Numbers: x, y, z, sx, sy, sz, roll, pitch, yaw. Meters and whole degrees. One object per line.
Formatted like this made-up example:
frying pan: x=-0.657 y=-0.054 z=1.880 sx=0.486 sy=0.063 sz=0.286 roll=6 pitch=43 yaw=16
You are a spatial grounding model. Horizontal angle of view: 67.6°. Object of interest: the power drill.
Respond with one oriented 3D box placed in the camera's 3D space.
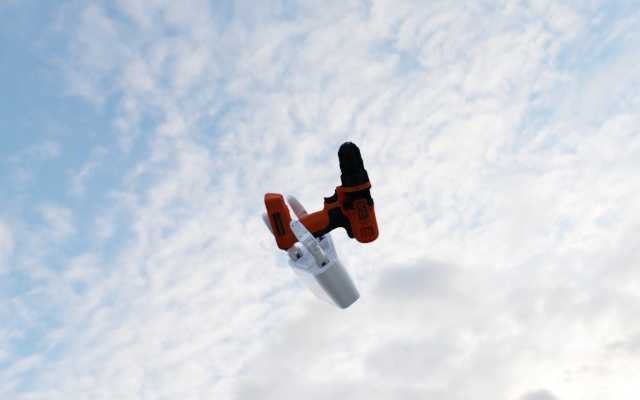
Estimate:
power drill: x=0.000 y=0.003 z=0.838 sx=0.187 sy=0.184 sz=0.057 roll=-13 pitch=12 yaw=4
